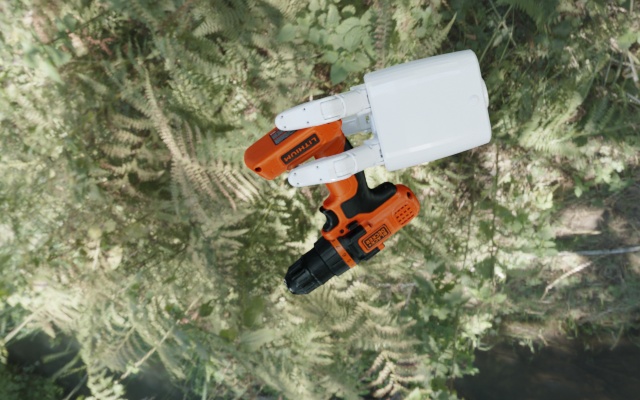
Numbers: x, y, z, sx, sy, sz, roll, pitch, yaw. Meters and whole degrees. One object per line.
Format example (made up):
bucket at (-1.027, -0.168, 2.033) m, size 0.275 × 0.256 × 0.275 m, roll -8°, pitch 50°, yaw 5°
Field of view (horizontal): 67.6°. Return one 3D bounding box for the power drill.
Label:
power drill at (0.000, 0.001, 0.525) m, size 0.184 × 0.188 × 0.057 m, roll -38°, pitch 33°, yaw -1°
